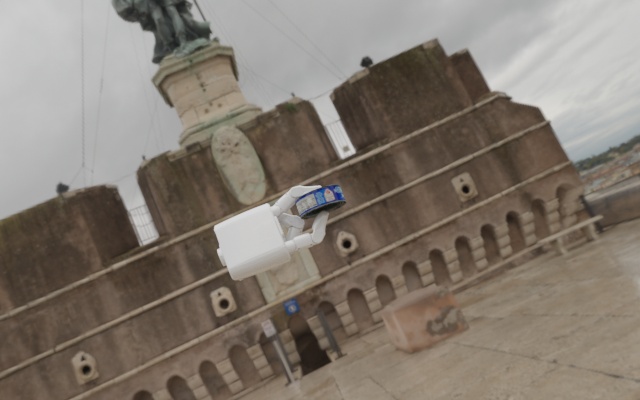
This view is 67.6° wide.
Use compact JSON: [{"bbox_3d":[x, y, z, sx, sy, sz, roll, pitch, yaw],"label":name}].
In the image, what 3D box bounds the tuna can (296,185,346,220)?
[{"bbox_3d":[0.000,0.002,0.845,0.086,0.033,0.086,-19,-10,-4],"label":"tuna can"}]
